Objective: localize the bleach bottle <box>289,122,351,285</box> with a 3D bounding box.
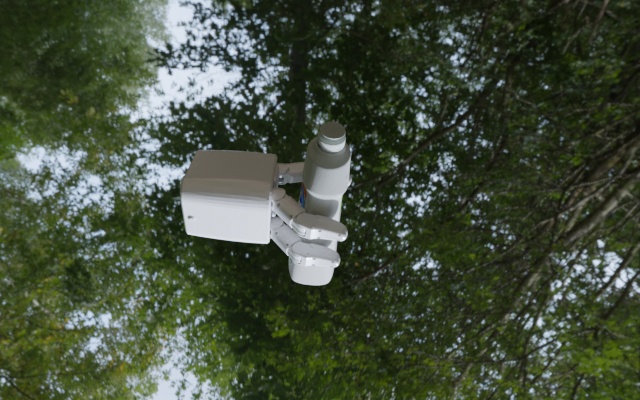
[{"bbox_3d":[0.000,0.002,0.608,0.068,0.102,0.251,5,-42,-4],"label":"bleach bottle"}]
